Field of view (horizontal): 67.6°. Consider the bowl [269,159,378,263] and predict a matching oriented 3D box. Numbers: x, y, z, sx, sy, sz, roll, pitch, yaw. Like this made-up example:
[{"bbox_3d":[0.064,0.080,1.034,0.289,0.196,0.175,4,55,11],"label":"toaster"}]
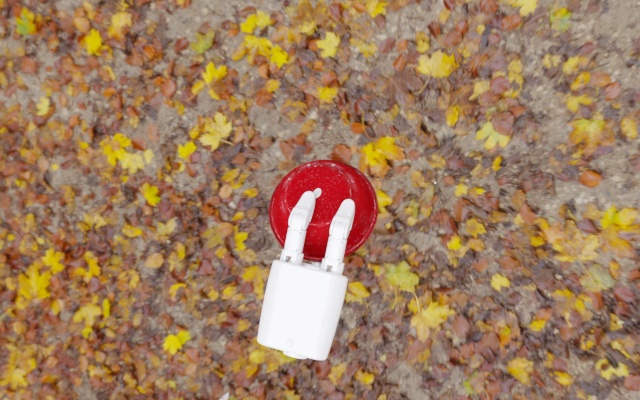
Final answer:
[{"bbox_3d":[0.000,0.001,0.674,0.162,0.162,0.055,0,-23,8],"label":"bowl"}]
